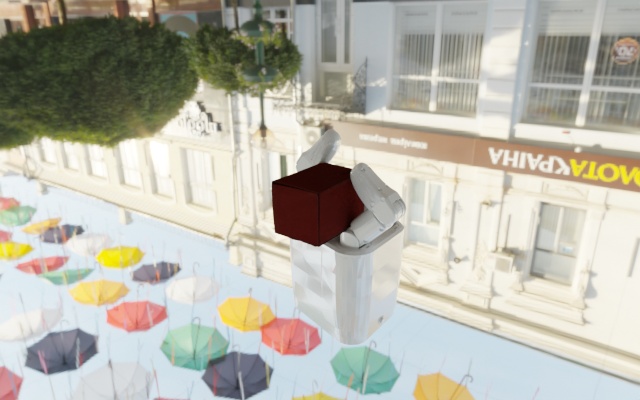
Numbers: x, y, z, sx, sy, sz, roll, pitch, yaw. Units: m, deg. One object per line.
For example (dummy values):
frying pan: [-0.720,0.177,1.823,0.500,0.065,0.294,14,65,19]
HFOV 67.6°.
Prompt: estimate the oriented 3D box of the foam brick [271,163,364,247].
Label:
foam brick: [0.000,0.001,0.438,0.053,0.051,0.078,16,25,33]
